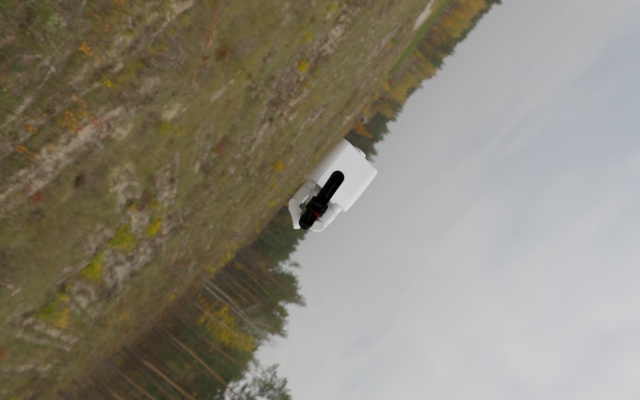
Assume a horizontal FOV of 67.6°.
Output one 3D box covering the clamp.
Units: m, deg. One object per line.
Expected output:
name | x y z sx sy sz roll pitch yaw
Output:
clamp | 0.001 0.003 0.884 0.039 0.120 0.171 41 -4 -1
